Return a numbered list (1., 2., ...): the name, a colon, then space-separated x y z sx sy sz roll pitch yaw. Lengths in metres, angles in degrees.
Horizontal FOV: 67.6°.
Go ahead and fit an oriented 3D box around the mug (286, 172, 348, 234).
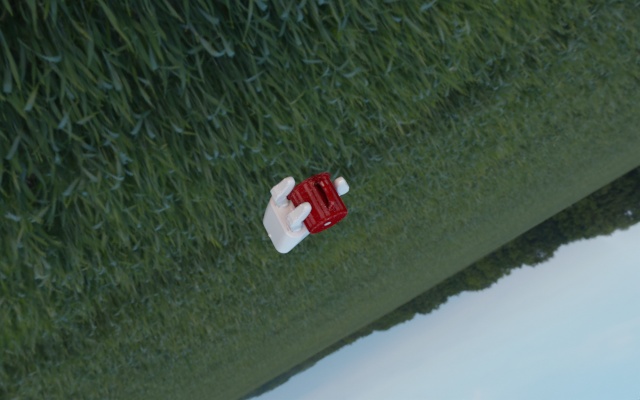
1. mug: 0.001 0.002 0.860 0.093 0.081 0.117 -23 -15 -25
